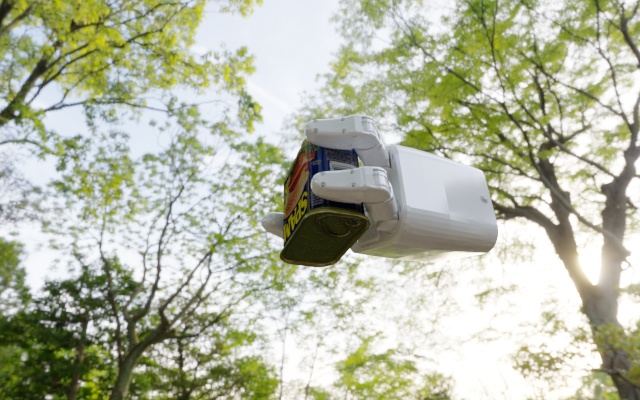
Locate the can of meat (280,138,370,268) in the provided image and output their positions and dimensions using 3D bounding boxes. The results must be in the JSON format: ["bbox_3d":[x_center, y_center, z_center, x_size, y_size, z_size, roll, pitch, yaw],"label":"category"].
[{"bbox_3d":[0.000,0.001,0.435,0.057,0.084,0.102,9,-34,-18],"label":"can of meat"}]
